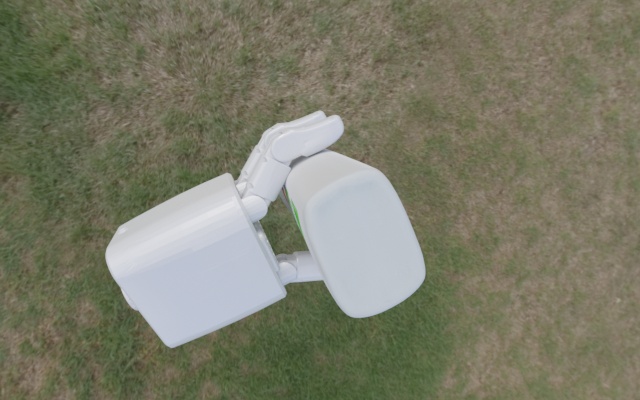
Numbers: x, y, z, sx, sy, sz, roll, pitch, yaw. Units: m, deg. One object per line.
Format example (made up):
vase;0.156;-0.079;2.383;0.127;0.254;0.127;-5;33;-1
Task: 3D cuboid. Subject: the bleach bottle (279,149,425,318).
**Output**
bleach bottle;0.000;0.001;0.422;0.068;0.102;0.250;-26;17;-7
